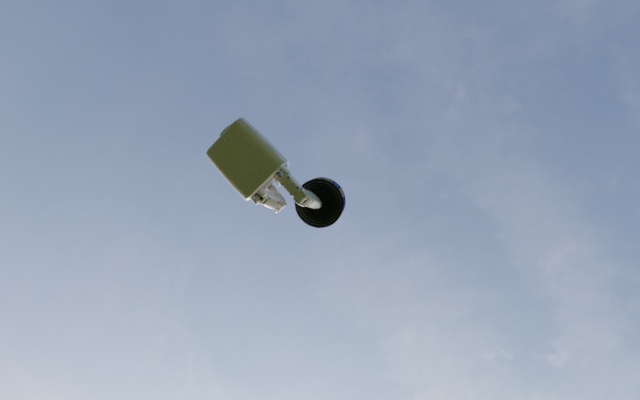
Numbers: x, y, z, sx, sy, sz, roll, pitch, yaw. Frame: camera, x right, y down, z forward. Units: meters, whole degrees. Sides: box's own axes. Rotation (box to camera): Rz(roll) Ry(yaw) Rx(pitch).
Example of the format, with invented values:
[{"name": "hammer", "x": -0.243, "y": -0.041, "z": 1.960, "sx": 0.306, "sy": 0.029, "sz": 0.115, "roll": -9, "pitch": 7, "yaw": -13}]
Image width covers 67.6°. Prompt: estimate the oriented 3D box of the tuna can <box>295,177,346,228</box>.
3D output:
[{"name": "tuna can", "x": 0.000, "y": 0.003, "z": 0.831, "sx": 0.086, "sy": 0.086, "sz": 0.033, "roll": 0, "pitch": 9, "yaw": 11}]
